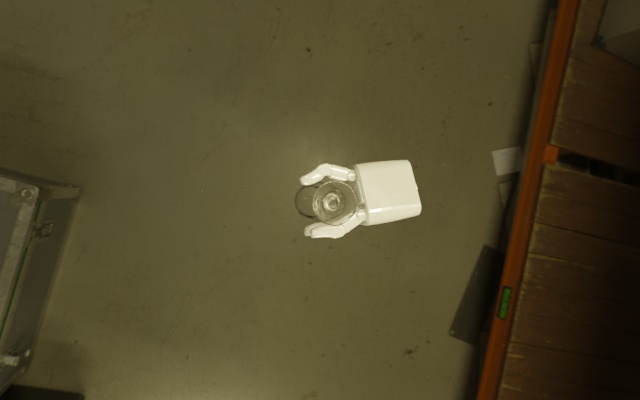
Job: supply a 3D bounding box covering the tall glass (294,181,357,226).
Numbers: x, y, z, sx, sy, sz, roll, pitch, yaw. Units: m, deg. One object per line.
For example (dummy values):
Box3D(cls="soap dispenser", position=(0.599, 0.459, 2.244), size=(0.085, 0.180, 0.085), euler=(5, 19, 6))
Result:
Box3D(cls="tall glass", position=(0.000, 0.003, 0.873), size=(0.079, 0.079, 0.201), euler=(0, 1, -14))
